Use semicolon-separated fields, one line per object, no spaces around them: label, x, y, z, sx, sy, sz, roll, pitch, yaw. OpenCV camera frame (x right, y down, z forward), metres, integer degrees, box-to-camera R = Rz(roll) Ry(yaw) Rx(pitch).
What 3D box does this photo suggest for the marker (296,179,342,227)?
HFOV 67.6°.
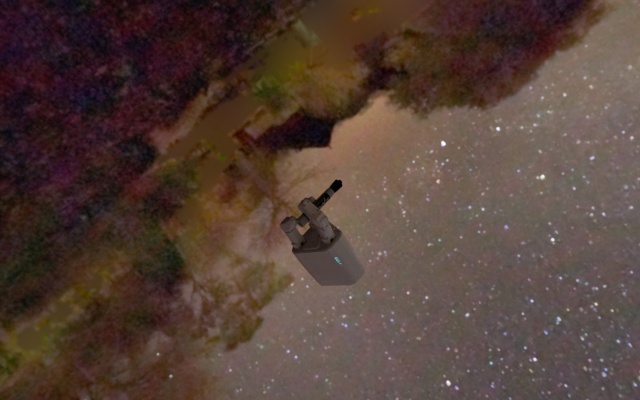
marker;0.000;0.003;0.898;0.121;0.020;0.020;-46;22;-22
